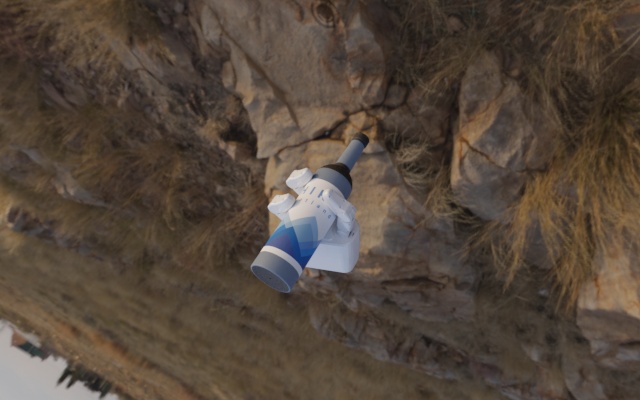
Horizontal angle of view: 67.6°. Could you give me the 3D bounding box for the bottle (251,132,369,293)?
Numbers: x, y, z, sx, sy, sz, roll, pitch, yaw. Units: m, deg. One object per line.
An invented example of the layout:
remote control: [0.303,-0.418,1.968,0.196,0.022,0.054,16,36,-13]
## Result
bottle: [0.000,0.003,0.744,0.069,0.295,0.069,25,-29,15]
